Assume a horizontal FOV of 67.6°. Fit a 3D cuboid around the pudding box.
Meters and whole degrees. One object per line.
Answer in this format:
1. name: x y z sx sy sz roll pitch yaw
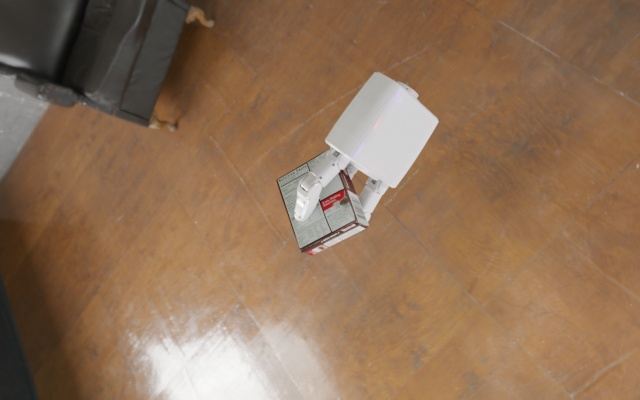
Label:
1. pudding box: 0.000 0.002 0.622 0.090 0.113 0.039 -29 -27 20
